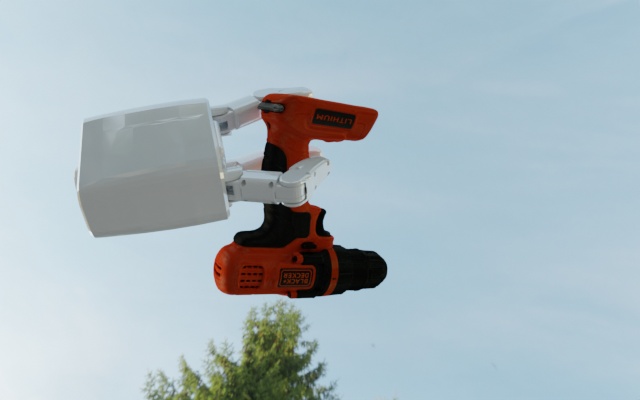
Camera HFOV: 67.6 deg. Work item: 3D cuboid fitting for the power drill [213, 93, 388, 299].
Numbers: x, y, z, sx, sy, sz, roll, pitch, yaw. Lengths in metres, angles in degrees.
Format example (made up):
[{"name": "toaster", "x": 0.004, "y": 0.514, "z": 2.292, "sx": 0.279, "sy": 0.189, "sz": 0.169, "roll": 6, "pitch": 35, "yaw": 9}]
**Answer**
[{"name": "power drill", "x": 0.000, "y": 0.001, "z": 0.450, "sx": 0.184, "sy": 0.187, "sz": 0.057, "roll": 4, "pitch": 9, "yaw": -32}]
